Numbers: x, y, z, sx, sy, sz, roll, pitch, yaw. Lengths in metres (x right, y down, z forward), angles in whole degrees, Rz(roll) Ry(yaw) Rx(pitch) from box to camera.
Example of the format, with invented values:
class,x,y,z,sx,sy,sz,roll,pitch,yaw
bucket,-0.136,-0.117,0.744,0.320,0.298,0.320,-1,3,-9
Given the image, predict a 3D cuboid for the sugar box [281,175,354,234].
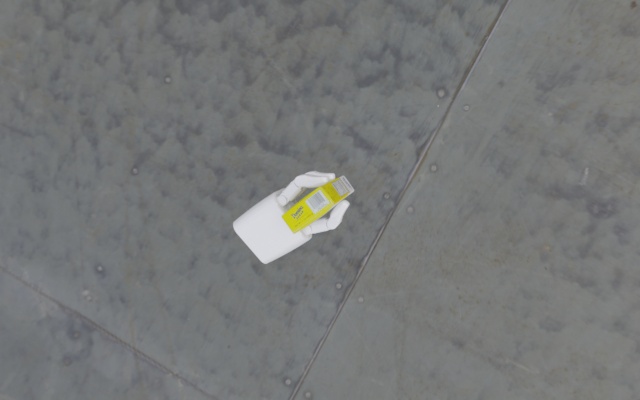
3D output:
class,x,y,z,sx,sy,sz,roll,pitch,yaw
sugar box,0.000,0.003,0.889,0.093,0.048,0.176,-36,1,17
